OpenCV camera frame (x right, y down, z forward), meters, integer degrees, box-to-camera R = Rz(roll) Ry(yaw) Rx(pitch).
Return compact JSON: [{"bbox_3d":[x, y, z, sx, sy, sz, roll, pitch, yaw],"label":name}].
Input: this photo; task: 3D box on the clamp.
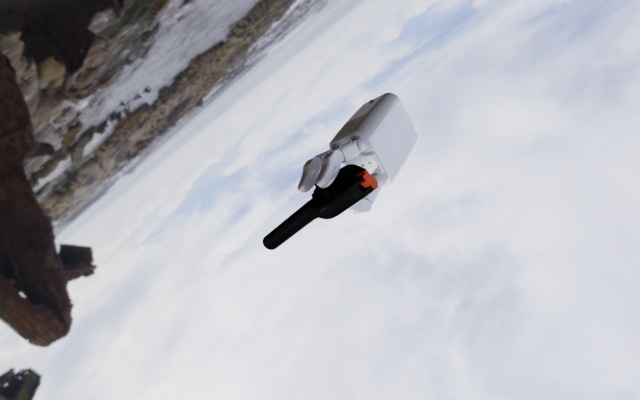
[{"bbox_3d":[0.001,0.003,0.705,0.036,0.164,0.210,44,-28,-20],"label":"clamp"}]
